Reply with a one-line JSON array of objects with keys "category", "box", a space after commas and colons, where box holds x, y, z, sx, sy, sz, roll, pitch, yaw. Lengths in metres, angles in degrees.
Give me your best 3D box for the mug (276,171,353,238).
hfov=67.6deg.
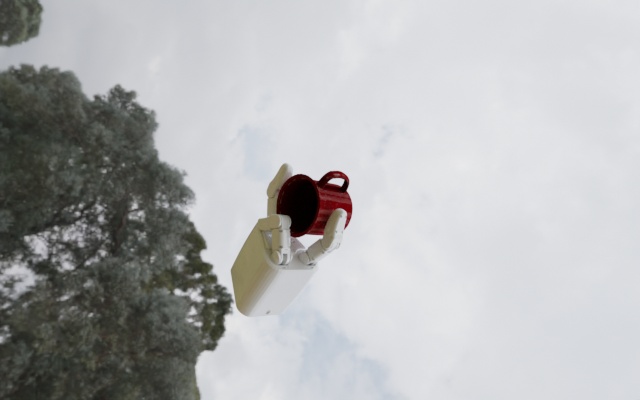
[{"category": "mug", "box": [0.001, 0.001, 0.711, 0.081, 0.117, 0.093, 8, 35, -45]}]
